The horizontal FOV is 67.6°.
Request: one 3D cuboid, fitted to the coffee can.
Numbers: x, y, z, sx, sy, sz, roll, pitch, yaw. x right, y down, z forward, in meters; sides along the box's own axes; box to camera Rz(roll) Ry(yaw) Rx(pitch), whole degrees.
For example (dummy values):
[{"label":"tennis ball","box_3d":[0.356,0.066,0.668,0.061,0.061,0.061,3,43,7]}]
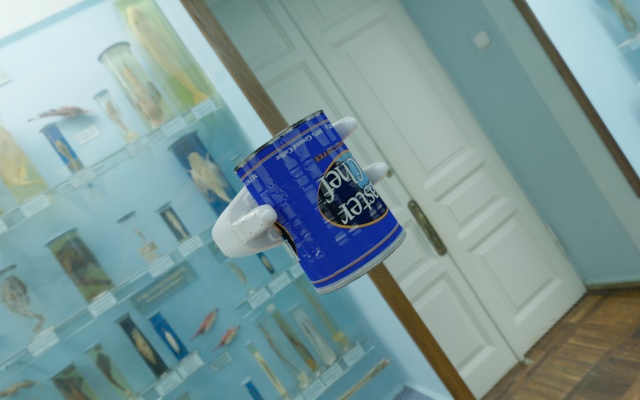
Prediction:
[{"label":"coffee can","box_3d":[0.000,0.002,0.452,0.103,0.140,0.103,-34,3,2]}]
